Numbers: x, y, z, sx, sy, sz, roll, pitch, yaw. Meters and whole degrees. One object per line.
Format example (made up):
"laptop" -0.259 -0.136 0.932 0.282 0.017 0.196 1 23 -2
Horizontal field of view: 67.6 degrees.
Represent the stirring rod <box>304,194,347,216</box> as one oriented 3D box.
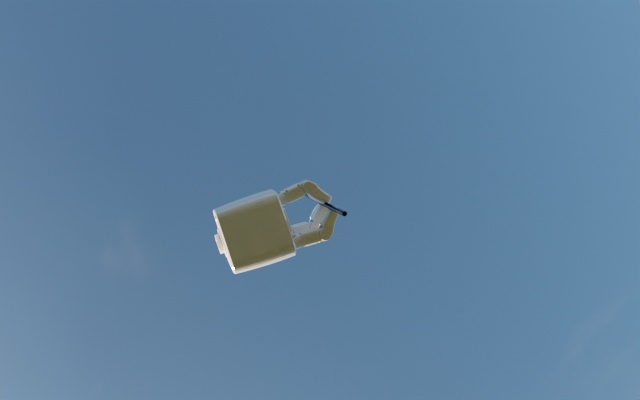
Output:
"stirring rod" 0.000 0.003 0.842 0.011 0.011 0.239 0 8 -18
